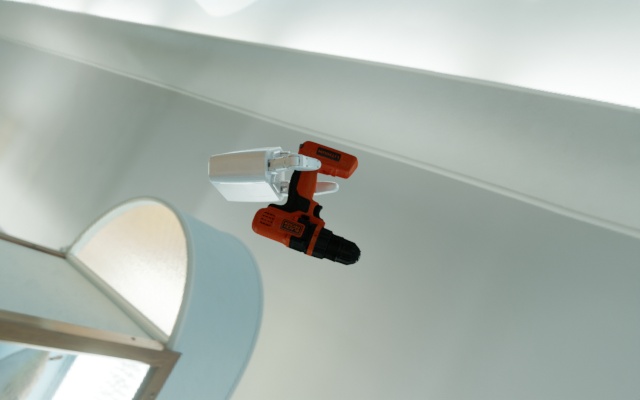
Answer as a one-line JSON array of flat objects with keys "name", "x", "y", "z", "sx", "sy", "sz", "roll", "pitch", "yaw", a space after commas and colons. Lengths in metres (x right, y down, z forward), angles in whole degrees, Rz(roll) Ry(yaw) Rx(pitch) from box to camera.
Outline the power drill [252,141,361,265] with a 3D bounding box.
[{"name": "power drill", "x": 0.000, "y": 0.002, "z": 0.800, "sx": 0.184, "sy": 0.187, "sz": 0.057, "roll": 20, "pitch": -25, "yaw": 3}]
